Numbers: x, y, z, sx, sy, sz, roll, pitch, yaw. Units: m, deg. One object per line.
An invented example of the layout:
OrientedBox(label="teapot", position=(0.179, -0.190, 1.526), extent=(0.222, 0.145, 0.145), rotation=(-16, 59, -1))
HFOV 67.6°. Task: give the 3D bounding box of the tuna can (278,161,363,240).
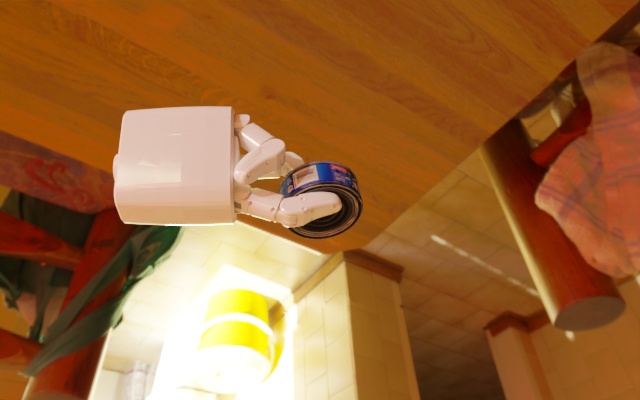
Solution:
OrientedBox(label="tuna can", position=(0.000, 0.002, 0.494), extent=(0.086, 0.033, 0.086), rotation=(-6, -44, -6))
